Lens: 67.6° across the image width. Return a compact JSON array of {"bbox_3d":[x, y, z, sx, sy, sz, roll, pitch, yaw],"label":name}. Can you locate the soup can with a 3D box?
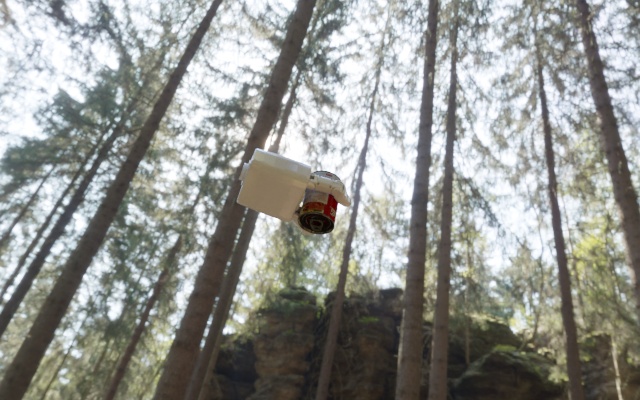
[{"bbox_3d":[0.001,0.003,0.890,0.068,0.102,0.069,8,-36,6],"label":"soup can"}]
